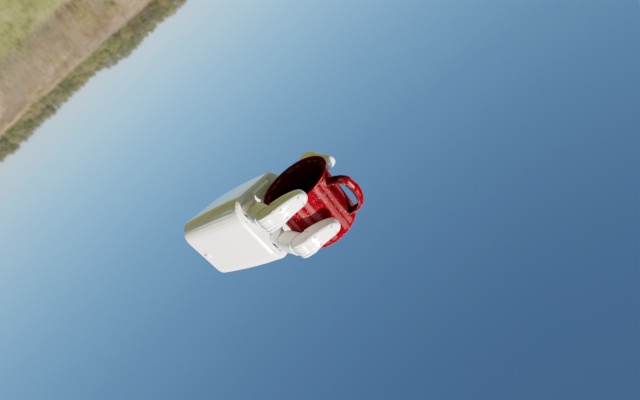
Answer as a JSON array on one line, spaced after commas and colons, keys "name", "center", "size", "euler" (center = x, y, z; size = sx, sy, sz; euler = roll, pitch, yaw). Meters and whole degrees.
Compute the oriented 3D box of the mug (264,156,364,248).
[{"name": "mug", "center": [0.001, 0.002, 0.586], "size": [0.117, 0.093, 0.081], "euler": [-19, -55, 33]}]
